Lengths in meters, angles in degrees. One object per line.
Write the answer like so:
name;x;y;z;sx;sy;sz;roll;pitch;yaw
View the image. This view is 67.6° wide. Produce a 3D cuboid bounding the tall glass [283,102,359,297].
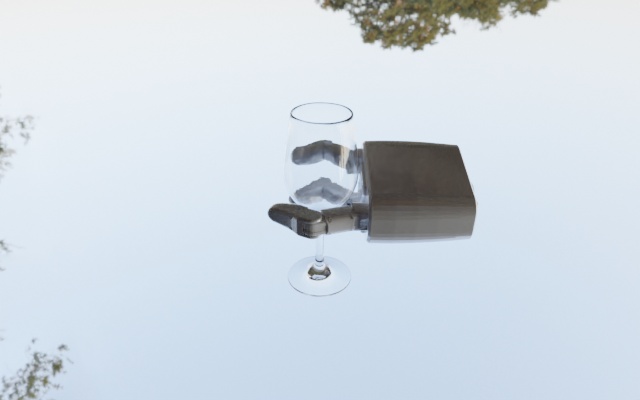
tall glass;0.000;0.002;0.508;0.079;0.201;0.079;0;30;0
